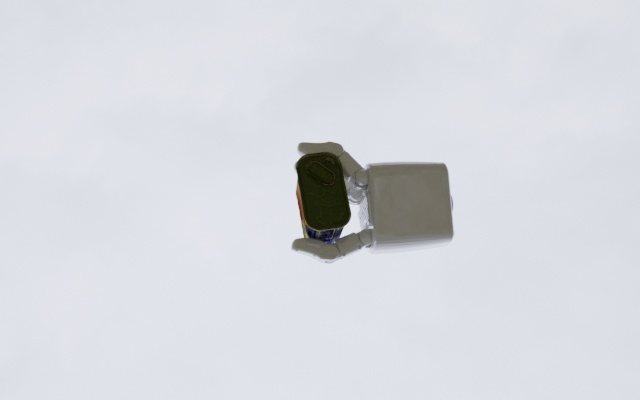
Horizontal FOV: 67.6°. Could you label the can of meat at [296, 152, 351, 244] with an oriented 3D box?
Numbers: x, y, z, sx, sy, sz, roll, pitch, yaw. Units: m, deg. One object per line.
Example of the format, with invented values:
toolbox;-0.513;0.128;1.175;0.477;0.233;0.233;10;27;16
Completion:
can of meat;0.000;0.002;0.617;0.057;0.102;0.084;-8;-20;-8
